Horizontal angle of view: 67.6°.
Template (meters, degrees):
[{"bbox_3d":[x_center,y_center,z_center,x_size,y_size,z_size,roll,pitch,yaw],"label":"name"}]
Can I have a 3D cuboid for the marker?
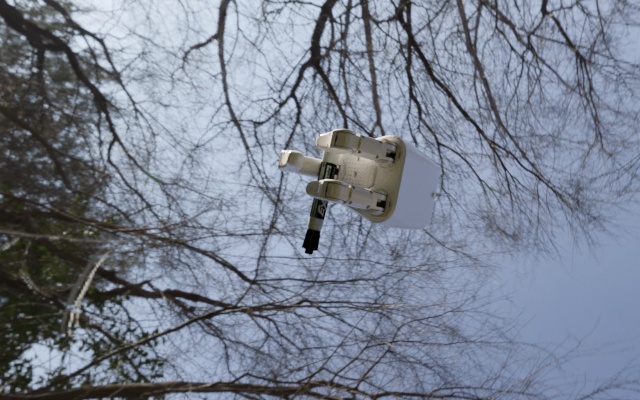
[{"bbox_3d":[0.000,0.002,0.542,0.020,0.121,0.020,13,-2,0],"label":"marker"}]
